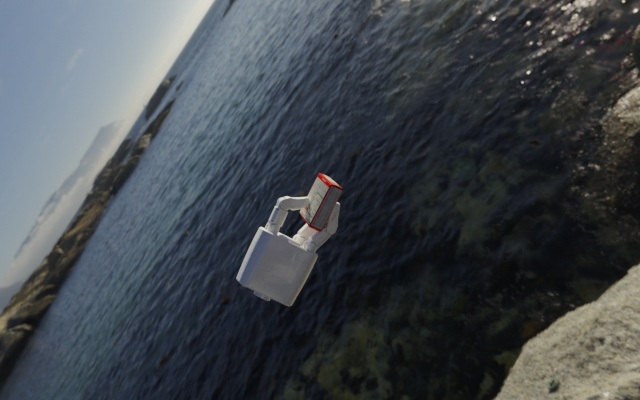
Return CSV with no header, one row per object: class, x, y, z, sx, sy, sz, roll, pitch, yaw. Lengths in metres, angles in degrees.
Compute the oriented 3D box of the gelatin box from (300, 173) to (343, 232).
gelatin box,0.000,0.002,0.873,0.030,0.089,0.073,23,10,-23
